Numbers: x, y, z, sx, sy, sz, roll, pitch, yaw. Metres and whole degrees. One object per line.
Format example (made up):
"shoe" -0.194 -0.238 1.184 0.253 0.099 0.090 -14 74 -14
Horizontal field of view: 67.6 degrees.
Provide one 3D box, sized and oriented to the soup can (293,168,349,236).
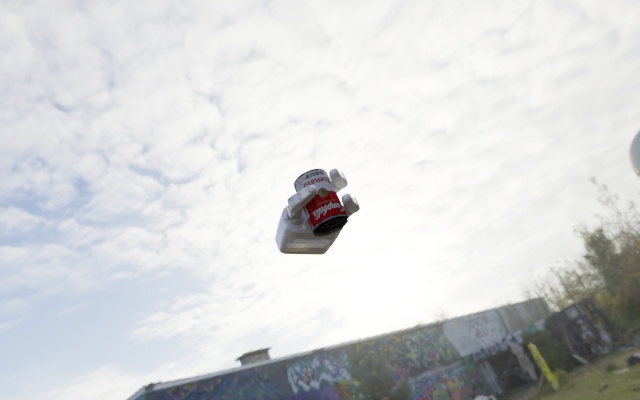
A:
"soup can" 0.000 0.002 0.844 0.068 0.102 0.068 -20 -25 -10
